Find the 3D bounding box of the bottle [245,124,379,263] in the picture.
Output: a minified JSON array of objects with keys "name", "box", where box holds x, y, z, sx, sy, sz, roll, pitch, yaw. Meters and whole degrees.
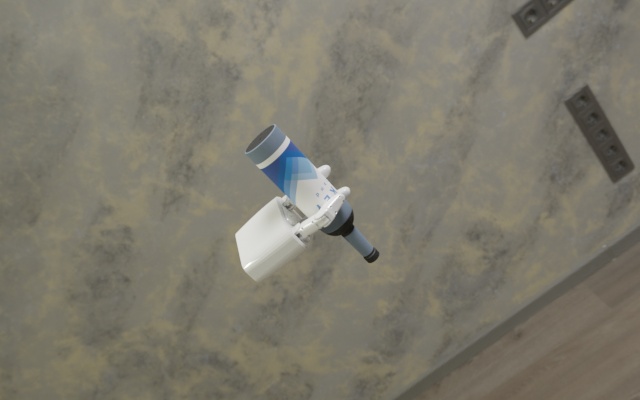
[{"name":"bottle","box":[0.000,0.002,0.799,0.296,0.069,0.069,46,-21,-21]}]
